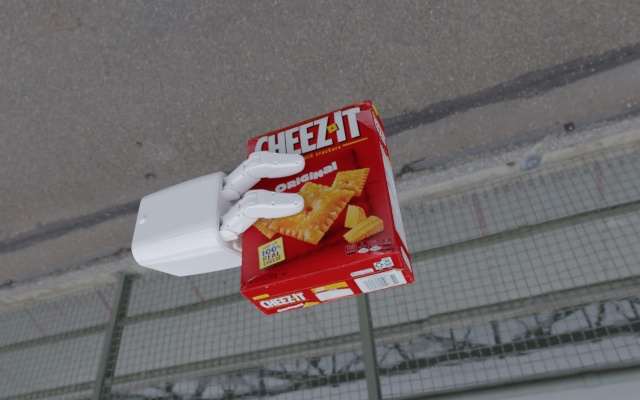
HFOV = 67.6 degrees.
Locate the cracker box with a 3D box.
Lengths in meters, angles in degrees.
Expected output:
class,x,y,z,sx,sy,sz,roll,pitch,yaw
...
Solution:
class,x,y,z,sx,sy,sz,roll,pitch,yaw
cracker box,0.000,0.002,0.528,0.164,0.213,0.072,-16,-39,14
